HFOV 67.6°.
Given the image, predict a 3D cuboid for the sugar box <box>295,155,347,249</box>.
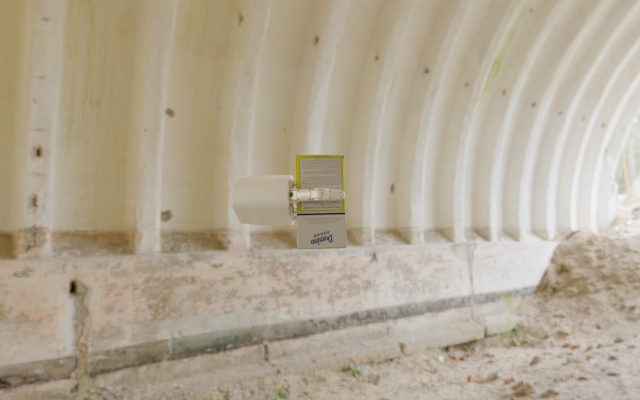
[{"bbox_3d":[0.000,0.003,0.900,0.093,0.176,0.048,-1,-5,-2],"label":"sugar box"}]
